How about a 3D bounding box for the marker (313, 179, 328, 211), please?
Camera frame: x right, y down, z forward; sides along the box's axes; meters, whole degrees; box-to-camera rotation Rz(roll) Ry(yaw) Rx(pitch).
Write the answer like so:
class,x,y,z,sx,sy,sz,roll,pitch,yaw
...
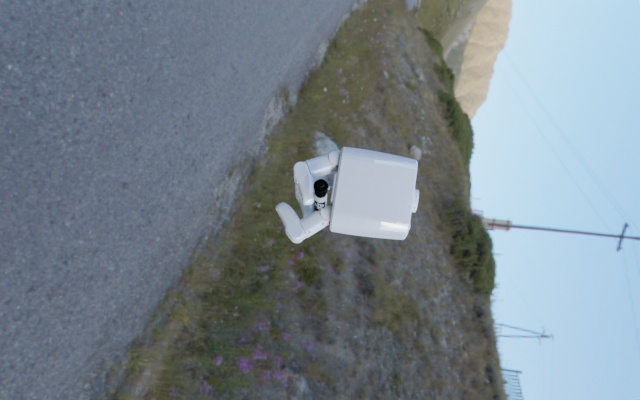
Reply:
class,x,y,z,sx,sy,sz,roll,pitch,yaw
marker,0.000,0.002,0.646,0.020,0.020,0.121,0,-22,-1
